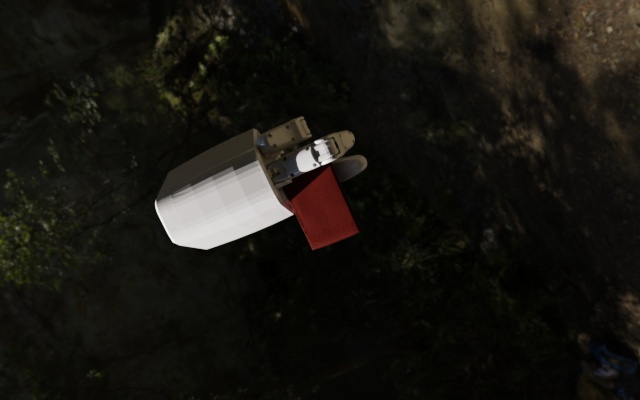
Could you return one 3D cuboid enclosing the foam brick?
[{"bbox_3d":[0.000,0.002,0.473,0.051,0.078,0.053,-25,7,1],"label":"foam brick"}]
